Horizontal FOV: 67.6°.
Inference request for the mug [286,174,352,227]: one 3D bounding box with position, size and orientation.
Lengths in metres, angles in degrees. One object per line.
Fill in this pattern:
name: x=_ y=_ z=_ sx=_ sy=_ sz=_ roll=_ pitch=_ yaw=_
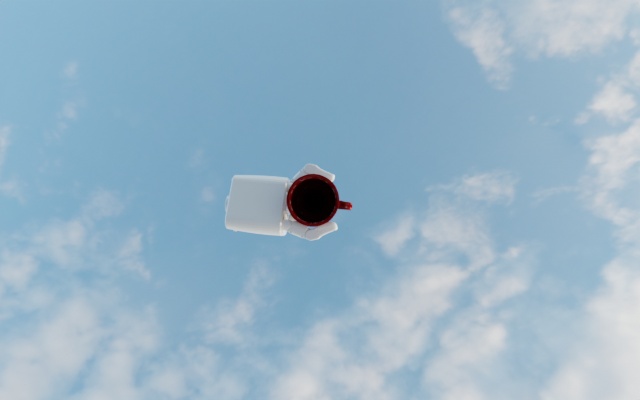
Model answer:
mug: x=0.002 y=0.003 z=0.873 sx=0.117 sy=0.093 sz=0.081 roll=6 pitch=-3 yaw=3
